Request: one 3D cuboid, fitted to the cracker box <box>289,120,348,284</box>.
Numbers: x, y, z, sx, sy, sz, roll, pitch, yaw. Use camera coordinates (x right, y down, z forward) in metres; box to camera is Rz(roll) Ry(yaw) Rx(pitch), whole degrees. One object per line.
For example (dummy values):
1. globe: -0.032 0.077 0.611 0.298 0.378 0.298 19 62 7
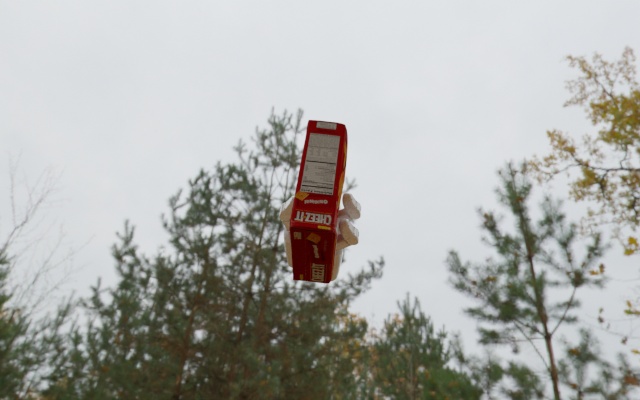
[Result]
1. cracker box: 0.000 0.002 0.778 0.072 0.213 0.164 5 -36 3
